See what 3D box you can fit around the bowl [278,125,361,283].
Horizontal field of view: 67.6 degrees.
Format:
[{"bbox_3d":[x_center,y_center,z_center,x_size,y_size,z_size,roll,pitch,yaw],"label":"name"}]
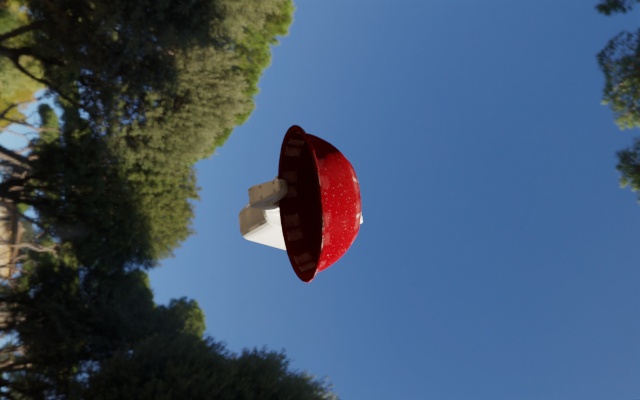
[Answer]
[{"bbox_3d":[0.001,0.002,0.498,0.055,0.162,0.162,-4,1,-18],"label":"bowl"}]
